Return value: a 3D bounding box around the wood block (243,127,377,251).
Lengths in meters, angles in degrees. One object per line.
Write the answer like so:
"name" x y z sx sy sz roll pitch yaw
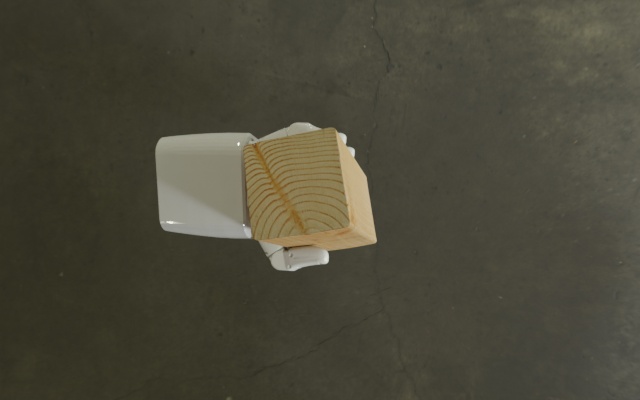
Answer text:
"wood block" 0.000 0.002 0.514 0.090 0.091 0.206 -9 -11 12
